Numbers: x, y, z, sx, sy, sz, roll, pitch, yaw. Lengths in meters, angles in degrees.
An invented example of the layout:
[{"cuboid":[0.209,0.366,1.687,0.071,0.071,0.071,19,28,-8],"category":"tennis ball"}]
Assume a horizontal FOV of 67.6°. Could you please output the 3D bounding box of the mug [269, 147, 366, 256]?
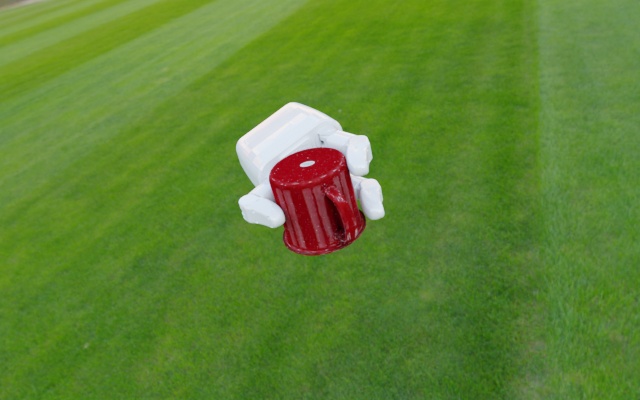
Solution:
[{"cuboid":[0.001,0.002,0.487,0.093,0.081,0.117,-25,31,-16],"category":"mug"}]
